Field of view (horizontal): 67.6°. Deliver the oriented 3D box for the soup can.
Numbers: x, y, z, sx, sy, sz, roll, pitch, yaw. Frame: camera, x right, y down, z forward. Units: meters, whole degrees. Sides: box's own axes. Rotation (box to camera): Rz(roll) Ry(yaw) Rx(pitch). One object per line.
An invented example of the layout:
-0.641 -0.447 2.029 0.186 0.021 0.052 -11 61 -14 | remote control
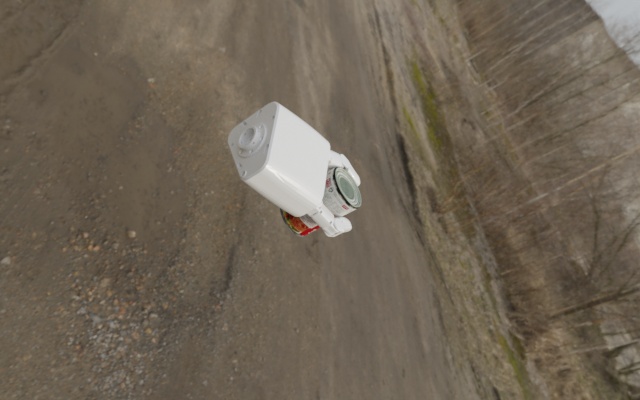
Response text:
0.001 0.002 0.702 0.102 0.068 0.068 -29 -14 26 | soup can
